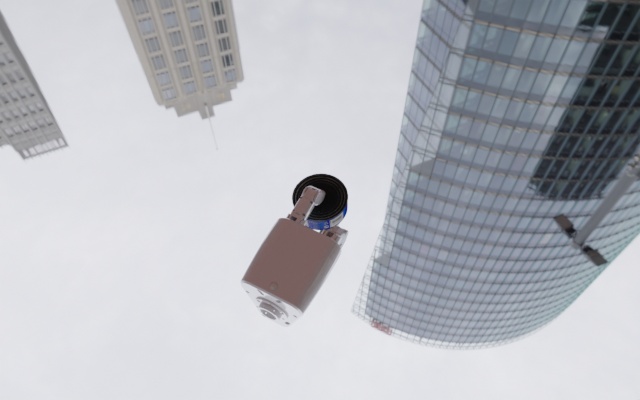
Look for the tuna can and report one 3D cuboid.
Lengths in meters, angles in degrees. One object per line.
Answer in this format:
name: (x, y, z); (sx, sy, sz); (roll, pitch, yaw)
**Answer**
tuna can: (0.000, 0.003, 0.738); (0.086, 0.086, 0.034); (0, -32, 4)
